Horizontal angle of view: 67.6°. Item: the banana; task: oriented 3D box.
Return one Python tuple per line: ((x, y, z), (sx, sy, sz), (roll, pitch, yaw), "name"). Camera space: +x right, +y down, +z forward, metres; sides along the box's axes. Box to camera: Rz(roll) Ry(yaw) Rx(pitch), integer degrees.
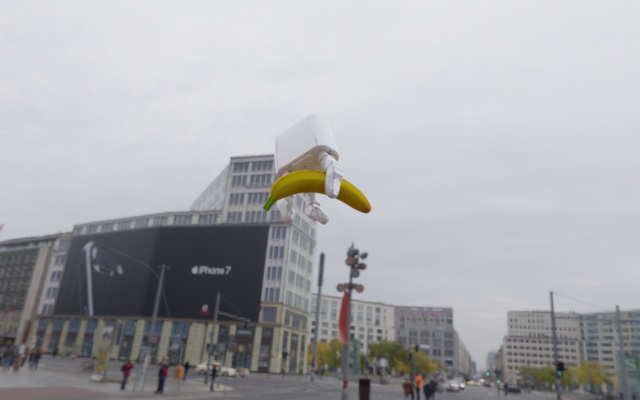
((-0.001, -0.015, 0.810), (0.198, 0.070, 0.037), (2, 14, -21), "banana")
